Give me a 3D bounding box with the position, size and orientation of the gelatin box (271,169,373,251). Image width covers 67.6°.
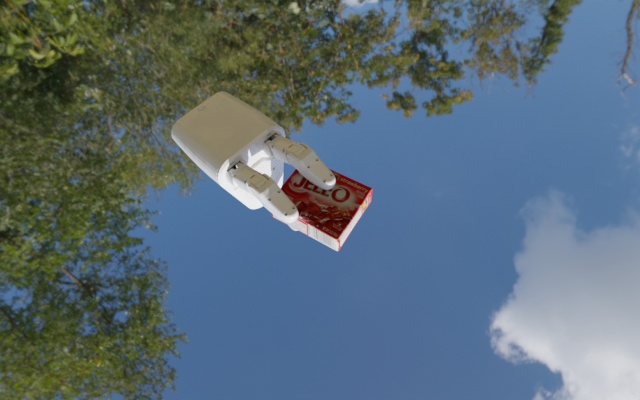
[{"bbox_3d":[0.000,0.002,0.516,0.089,0.073,0.030,27,-27,19],"label":"gelatin box"}]
